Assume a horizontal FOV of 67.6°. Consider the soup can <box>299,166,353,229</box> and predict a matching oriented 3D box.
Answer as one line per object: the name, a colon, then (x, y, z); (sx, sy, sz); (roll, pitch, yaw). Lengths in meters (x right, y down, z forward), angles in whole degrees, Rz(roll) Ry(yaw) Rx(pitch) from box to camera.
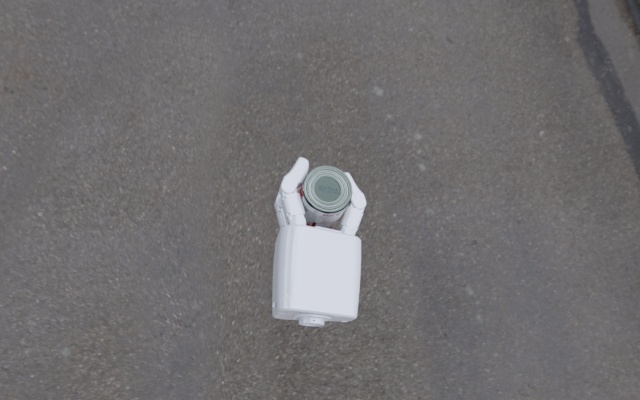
soup can: (0.000, 0.002, 0.659); (0.068, 0.068, 0.102); (0, -20, -12)
